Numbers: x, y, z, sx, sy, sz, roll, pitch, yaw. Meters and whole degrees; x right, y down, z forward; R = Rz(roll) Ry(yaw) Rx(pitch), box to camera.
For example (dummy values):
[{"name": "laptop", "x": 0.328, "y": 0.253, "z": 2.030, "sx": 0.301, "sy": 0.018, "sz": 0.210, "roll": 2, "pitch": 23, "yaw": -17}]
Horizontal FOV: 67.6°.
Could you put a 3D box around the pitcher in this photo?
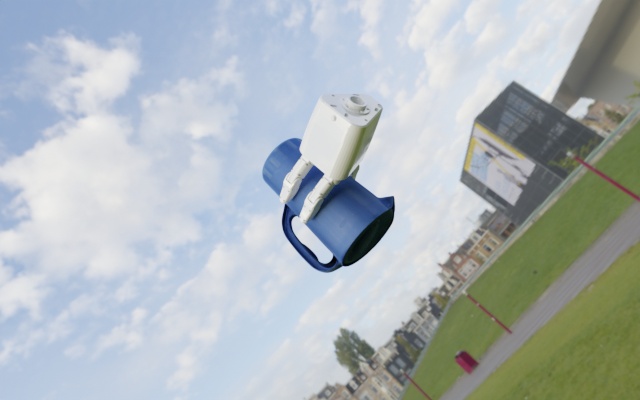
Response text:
[{"name": "pitcher", "x": 0.000, "y": 0.003, "z": 0.869, "sx": 0.242, "sy": 0.145, "sz": 0.149, "roll": 42, "pitch": 45, "yaw": 22}]
